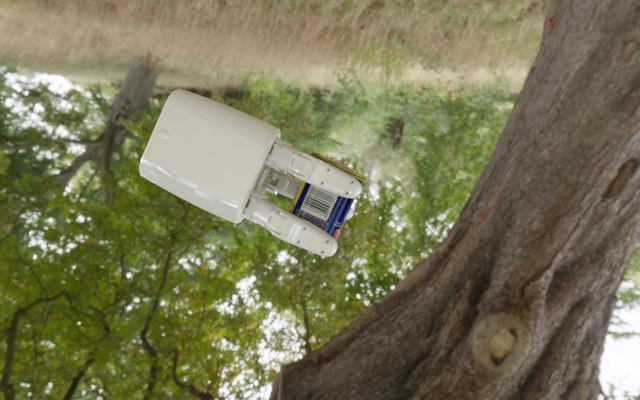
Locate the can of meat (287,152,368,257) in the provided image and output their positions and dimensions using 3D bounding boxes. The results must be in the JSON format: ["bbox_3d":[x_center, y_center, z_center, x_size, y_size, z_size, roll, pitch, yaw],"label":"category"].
[{"bbox_3d":[0.000,0.002,0.474,0.057,0.084,0.102,25,3,-4],"label":"can of meat"}]
